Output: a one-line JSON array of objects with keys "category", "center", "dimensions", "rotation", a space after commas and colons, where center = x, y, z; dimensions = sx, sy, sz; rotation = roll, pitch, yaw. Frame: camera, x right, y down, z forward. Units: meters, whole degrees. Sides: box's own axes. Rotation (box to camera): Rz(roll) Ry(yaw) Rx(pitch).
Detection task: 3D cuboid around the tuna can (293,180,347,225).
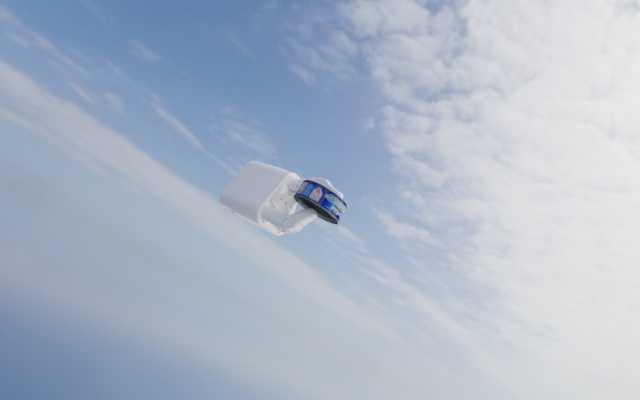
[{"category": "tuna can", "center": [0.000, 0.002, 0.782], "dimensions": [0.086, 0.033, 0.086], "rotation": [31, -12, 7]}]
